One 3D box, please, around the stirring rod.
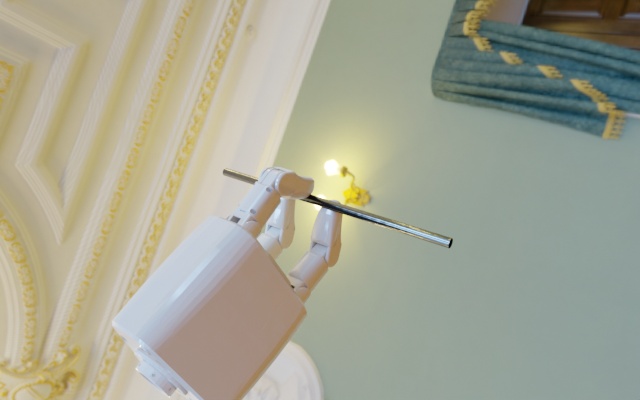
[{"bbox_3d":[0.000,0.001,0.418,0.239,0.011,0.011,18,10,33],"label":"stirring rod"}]
